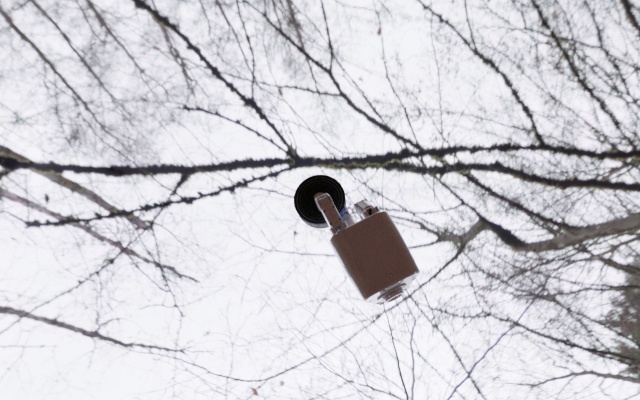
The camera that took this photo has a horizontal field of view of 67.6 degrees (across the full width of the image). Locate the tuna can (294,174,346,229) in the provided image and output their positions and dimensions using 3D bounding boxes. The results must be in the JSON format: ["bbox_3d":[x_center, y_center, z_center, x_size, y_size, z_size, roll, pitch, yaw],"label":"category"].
[{"bbox_3d":[0.000,0.003,0.792,0.086,0.086,0.034,0,-20,8],"label":"tuna can"}]
